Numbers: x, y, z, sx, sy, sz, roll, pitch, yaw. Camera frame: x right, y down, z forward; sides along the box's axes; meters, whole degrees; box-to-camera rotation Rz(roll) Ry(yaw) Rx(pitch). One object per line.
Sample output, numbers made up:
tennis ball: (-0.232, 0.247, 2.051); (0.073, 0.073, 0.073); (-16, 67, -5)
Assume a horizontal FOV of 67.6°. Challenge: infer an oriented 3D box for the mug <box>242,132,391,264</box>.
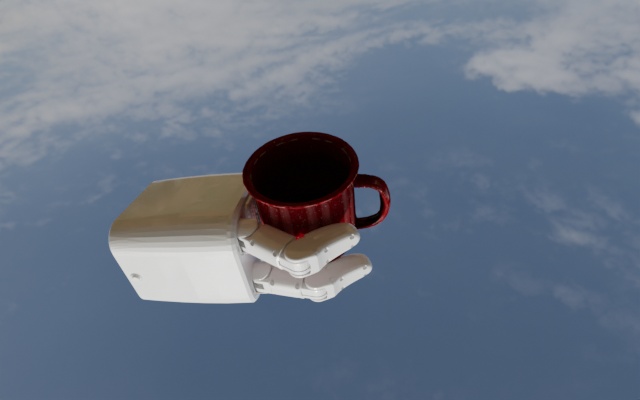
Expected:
mug: (0.002, 0.001, 0.403); (0.117, 0.082, 0.093); (-1, 44, 7)
